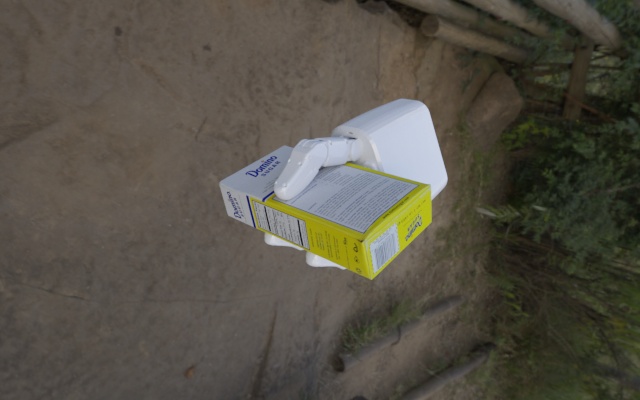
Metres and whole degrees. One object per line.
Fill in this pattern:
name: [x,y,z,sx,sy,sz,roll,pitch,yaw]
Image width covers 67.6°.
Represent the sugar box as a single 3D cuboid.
sugar box: [0.000,0.002,0.433,0.176,0.048,0.093,18,40,40]
